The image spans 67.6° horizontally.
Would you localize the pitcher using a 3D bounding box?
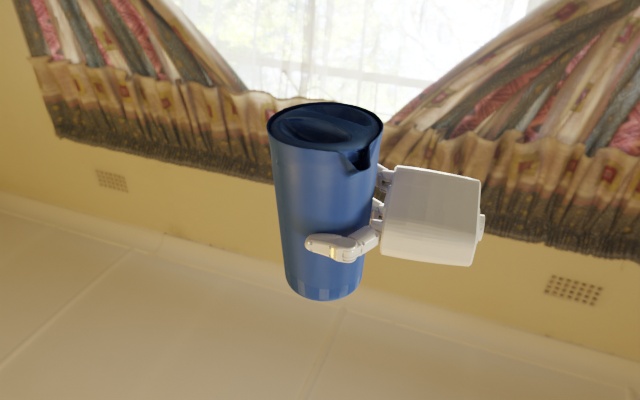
[{"bbox_3d":[0.000,0.002,0.613,0.145,0.243,0.149,9,34,12],"label":"pitcher"}]
